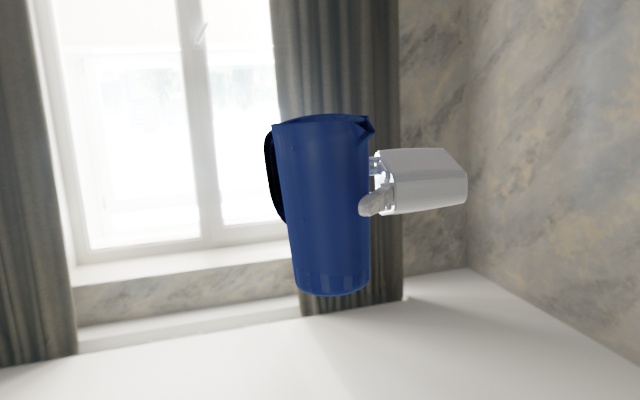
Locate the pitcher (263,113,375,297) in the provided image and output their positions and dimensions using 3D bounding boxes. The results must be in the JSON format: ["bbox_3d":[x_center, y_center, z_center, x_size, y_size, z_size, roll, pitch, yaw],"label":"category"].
[{"bbox_3d":[0.000,0.002,0.670,0.145,0.243,0.149,-6,12,-7],"label":"pitcher"}]
